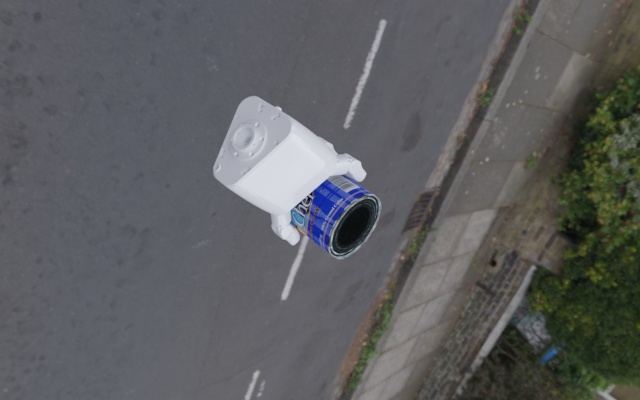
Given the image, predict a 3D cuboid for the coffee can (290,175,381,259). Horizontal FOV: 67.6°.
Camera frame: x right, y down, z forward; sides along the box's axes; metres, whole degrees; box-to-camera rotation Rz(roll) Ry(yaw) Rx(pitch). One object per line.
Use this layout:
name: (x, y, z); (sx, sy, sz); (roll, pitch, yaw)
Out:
coffee can: (0.000, 0.002, 0.679); (0.140, 0.103, 0.103); (36, 21, 32)
